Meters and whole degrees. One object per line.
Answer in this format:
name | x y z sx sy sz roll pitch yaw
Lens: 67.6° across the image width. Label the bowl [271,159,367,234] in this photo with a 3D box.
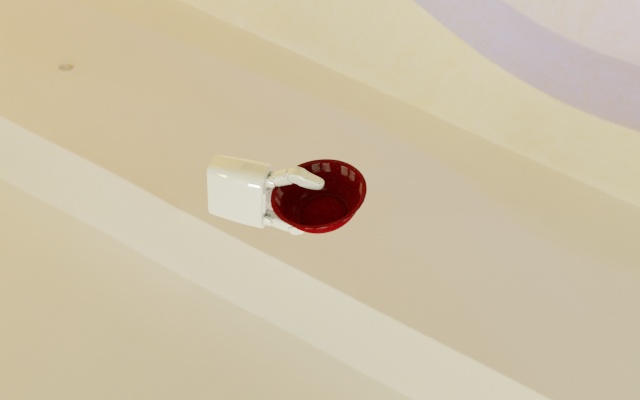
bowl | 0.001 0.003 0.806 0.162 0.162 0.055 0 -44 13
